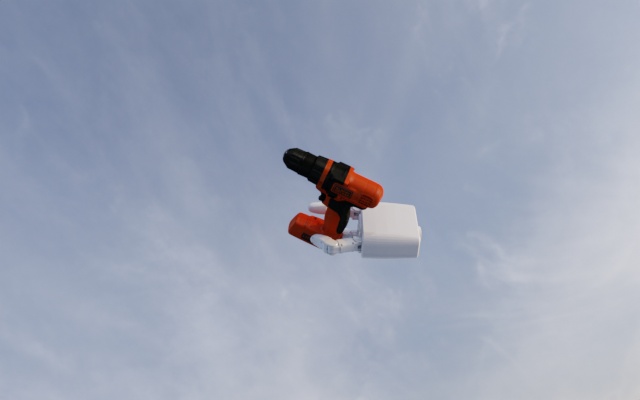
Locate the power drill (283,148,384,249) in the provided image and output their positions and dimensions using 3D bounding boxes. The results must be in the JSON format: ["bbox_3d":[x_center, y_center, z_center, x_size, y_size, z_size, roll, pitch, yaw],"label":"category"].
[{"bbox_3d":[0.000,0.003,0.868,0.184,0.057,0.188,26,-43,1],"label":"power drill"}]
